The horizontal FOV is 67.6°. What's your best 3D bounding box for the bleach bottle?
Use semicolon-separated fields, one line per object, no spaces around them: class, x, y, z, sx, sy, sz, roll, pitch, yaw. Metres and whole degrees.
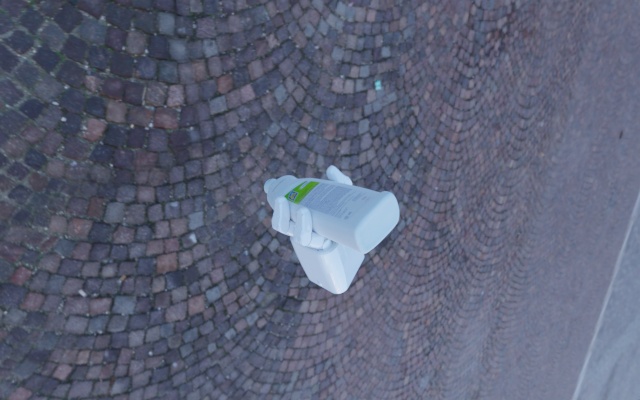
bleach bottle;0.000;0.003;0.789;0.250;0.068;0.102;21;53;42
